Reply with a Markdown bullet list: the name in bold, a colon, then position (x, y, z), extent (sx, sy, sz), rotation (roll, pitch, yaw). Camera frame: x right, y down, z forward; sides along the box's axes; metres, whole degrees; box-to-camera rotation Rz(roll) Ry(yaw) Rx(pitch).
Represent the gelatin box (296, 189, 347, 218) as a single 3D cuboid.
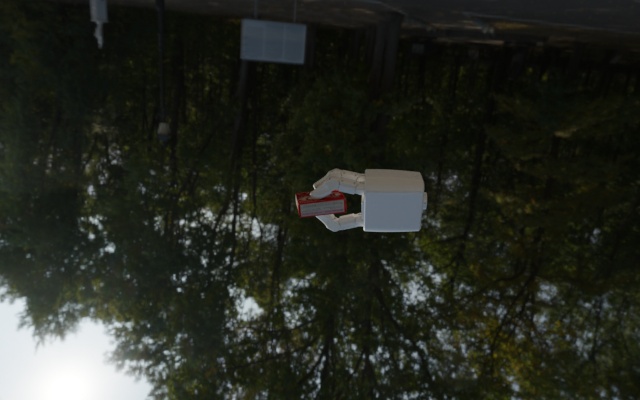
- **gelatin box**: position (0.000, 0.003, 0.897), extent (0.089, 0.030, 0.073), rotation (-7, 18, -5)
